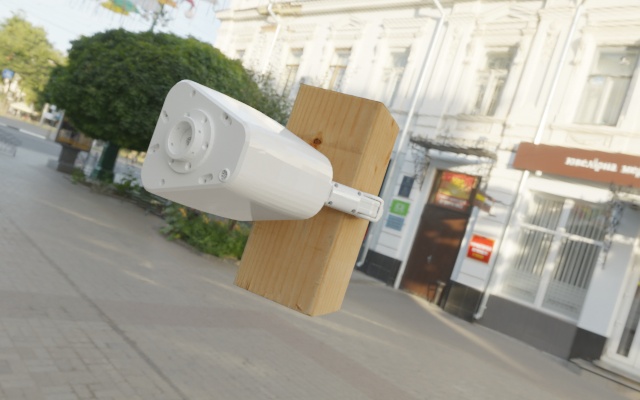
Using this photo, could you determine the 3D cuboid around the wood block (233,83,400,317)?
[{"bbox_3d":[0.000,0.001,0.487,0.091,0.206,0.090,18,-2,21],"label":"wood block"}]
